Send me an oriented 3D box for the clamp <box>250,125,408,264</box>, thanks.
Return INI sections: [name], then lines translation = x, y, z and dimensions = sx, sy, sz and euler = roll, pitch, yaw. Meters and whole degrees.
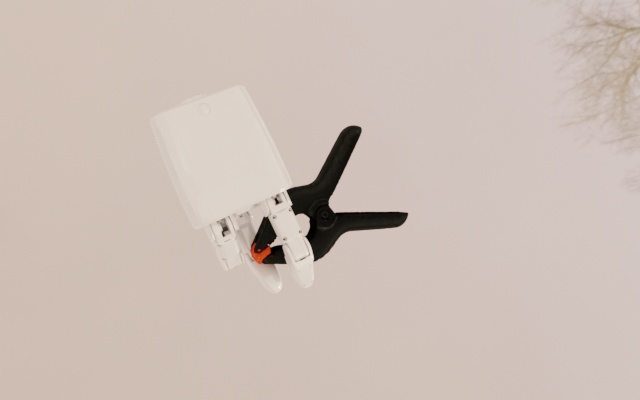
[clamp]
translation = 0.000, 0.002, 0.490
dimensions = 0.171, 0.120, 0.039
euler = -25, 4, -17
